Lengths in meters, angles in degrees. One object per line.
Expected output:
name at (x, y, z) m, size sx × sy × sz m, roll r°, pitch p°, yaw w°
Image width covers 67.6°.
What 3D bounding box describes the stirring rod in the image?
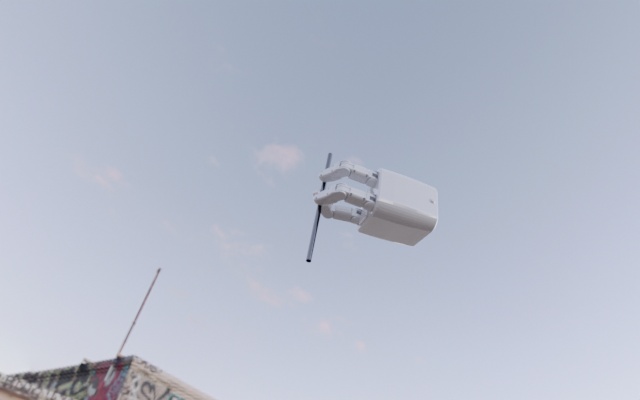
stirring rod at (0.000, 0.003, 0.780) m, size 0.011 × 0.239 × 0.011 m, roll 6°, pitch -43°, yaw 6°
